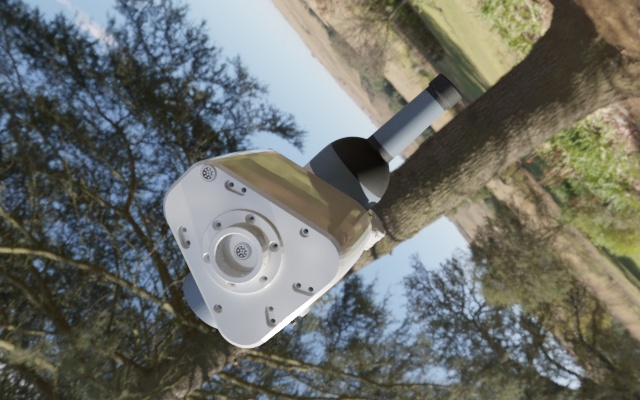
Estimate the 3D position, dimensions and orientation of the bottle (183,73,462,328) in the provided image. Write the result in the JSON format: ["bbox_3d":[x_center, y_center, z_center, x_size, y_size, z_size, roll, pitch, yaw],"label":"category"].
[{"bbox_3d":[0.000,0.002,0.424,0.296,0.069,0.069,-42,-12,14],"label":"bottle"}]
